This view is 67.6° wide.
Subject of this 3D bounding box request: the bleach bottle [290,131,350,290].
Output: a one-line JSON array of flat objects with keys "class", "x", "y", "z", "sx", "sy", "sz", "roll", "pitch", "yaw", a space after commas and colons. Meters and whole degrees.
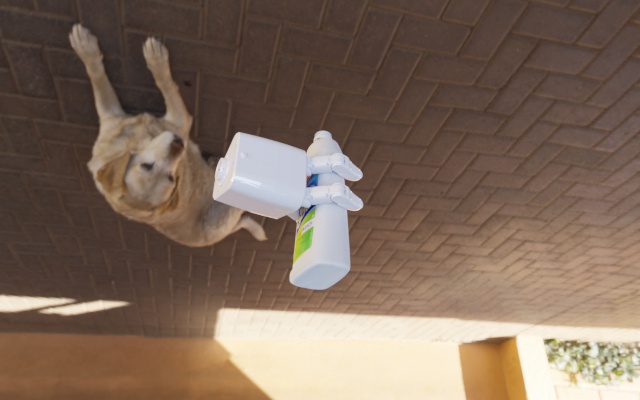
[{"class": "bleach bottle", "x": 0.000, "y": 0.002, "z": 0.742, "sx": 0.068, "sy": 0.250, "sz": 0.103, "roll": 15, "pitch": -35, "yaw": -22}]
